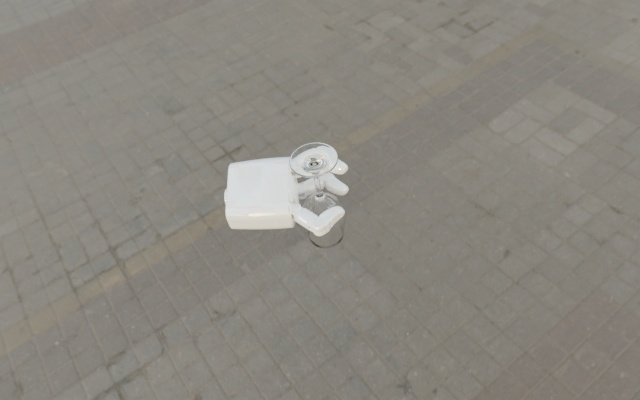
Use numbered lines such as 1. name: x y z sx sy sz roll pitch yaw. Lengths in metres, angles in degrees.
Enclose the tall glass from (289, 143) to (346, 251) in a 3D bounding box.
1. tall glass: 0.000 0.002 0.794 0.079 0.079 0.201 0 -41 9
